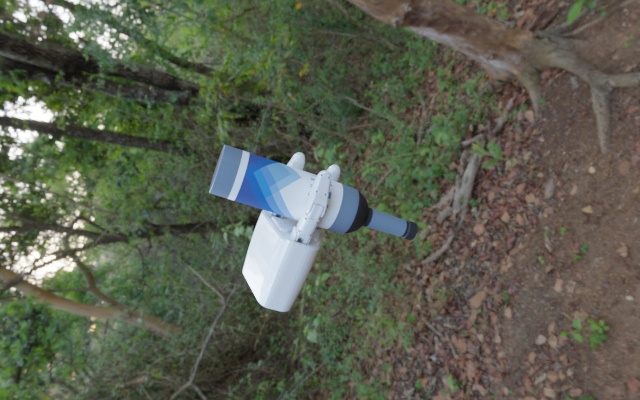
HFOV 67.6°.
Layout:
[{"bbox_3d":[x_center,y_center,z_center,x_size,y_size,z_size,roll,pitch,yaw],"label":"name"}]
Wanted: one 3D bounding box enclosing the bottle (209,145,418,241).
[{"bbox_3d":[0.000,0.002,0.660,0.296,0.069,0.069,18,-5,-15],"label":"bottle"}]
